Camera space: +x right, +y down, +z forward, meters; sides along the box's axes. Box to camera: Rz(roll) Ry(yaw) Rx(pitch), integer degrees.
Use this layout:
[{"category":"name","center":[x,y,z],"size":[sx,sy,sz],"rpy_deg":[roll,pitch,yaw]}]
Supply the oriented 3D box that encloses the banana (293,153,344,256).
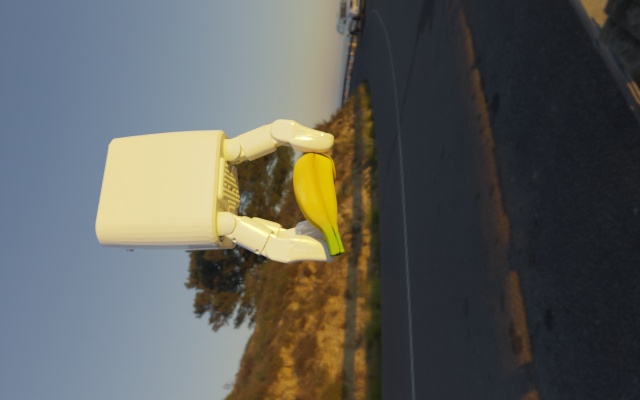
[{"category":"banana","center":[-0.003,-0.015,0.465],"size":[0.037,0.070,0.197],"rpy_deg":[-9,19,4]}]
